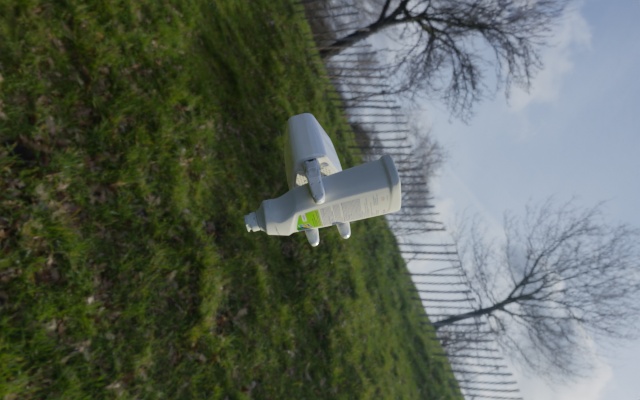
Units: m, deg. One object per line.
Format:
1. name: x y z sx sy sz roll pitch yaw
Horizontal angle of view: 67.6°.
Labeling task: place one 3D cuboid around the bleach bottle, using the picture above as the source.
1. bleach bottle: 0.000 0.003 0.770 0.251 0.068 0.103 -14 -36 0
